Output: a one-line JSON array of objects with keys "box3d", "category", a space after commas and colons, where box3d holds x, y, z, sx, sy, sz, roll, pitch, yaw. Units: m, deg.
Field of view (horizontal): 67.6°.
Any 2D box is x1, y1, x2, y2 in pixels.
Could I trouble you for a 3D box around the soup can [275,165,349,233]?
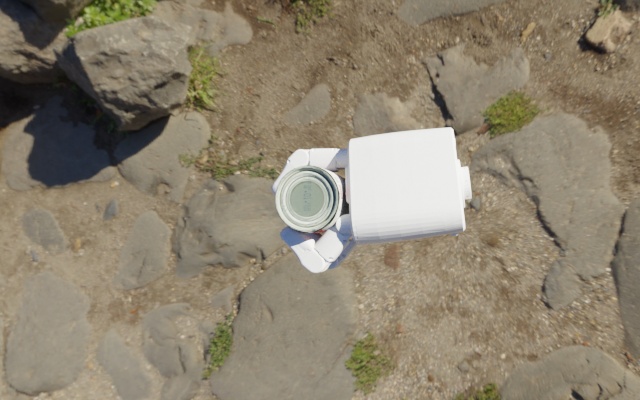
[{"box3d": [0.000, 0.002, 0.509, 0.068, 0.068, 0.102, 0, -3, 16], "category": "soup can"}]
